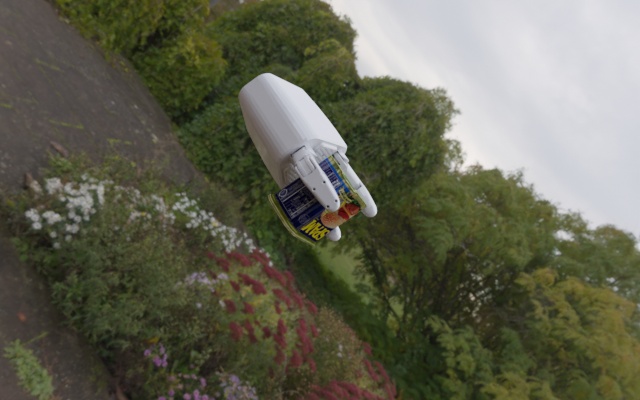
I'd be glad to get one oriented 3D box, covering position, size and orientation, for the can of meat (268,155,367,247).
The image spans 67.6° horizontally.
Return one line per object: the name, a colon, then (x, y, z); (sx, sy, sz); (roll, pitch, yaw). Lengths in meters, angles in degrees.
can of meat: (0.000, 0.002, 0.552); (0.084, 0.057, 0.102); (-35, -21, 5)
